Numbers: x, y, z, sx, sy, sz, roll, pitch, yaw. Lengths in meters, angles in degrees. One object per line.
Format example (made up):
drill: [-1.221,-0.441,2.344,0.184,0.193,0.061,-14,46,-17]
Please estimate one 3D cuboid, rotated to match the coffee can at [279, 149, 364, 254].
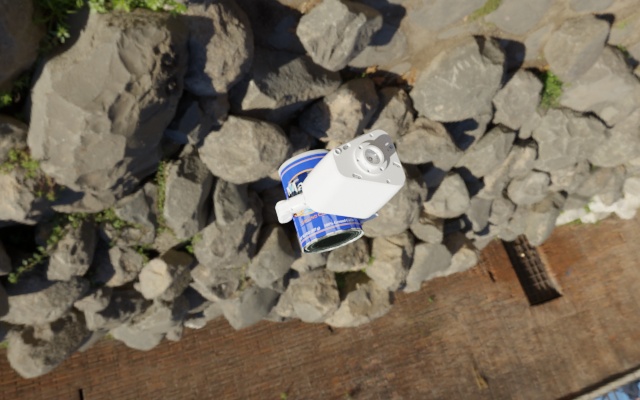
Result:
coffee can: [0.000,0.002,0.771,0.103,0.140,0.103,-16,-18,-5]
